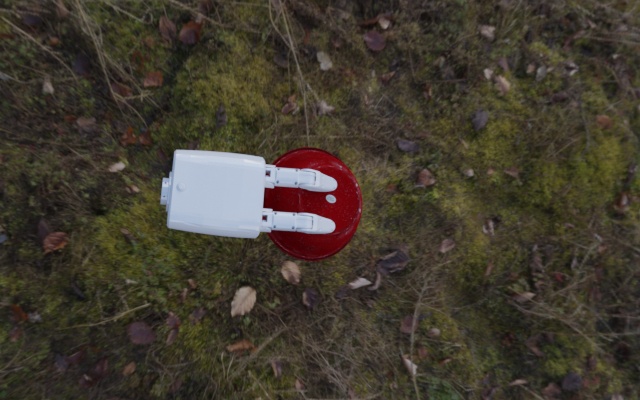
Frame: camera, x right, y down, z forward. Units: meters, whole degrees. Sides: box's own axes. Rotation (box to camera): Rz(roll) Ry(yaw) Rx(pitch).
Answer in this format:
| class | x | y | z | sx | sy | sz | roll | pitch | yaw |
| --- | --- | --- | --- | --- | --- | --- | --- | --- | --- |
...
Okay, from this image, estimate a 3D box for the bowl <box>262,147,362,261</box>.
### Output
| class | x | y | z | sx | sy | sz | roll | pitch | yaw |
| --- | --- | --- | --- | --- | --- | --- | --- | --- | --- |
| bowl | 0.001 | 0.002 | 0.651 | 0.162 | 0.162 | 0.055 | 0 | -5 | -28 |
